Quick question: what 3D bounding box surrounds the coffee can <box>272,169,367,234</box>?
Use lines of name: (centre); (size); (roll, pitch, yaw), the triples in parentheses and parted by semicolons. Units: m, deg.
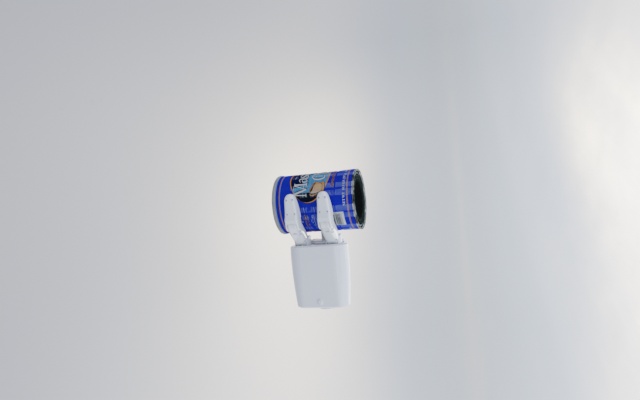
coffee can: (0.000, 0.003, 0.818); (0.140, 0.103, 0.103); (-5, -1, 16)
